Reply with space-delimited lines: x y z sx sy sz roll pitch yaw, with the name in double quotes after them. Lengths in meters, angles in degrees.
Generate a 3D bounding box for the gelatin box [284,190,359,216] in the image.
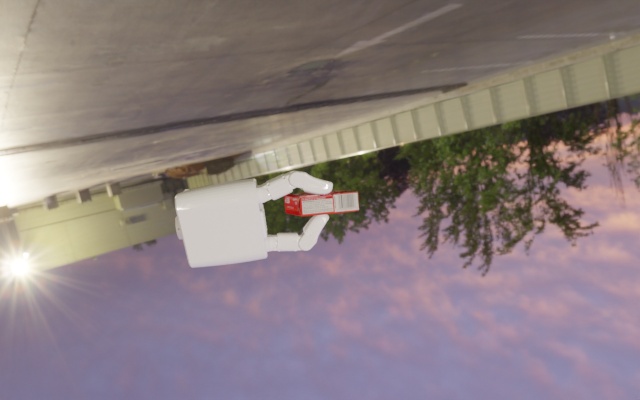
0.000 0.003 0.680 0.089 0.030 0.073 -5 4 -19 "gelatin box"
